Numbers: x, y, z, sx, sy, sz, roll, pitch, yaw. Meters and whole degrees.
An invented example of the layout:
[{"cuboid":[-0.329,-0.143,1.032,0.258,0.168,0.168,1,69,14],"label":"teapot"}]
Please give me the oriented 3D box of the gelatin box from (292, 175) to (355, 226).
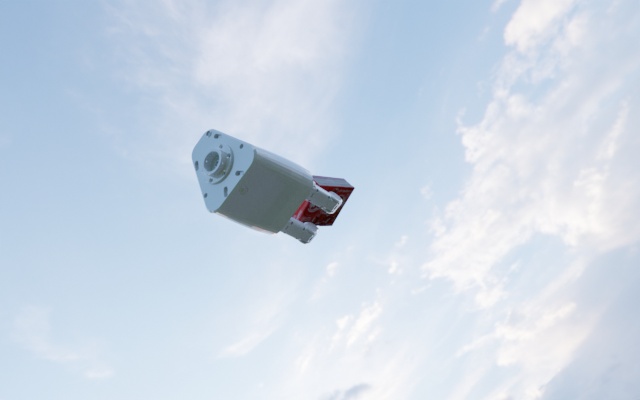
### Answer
[{"cuboid":[0.000,0.002,0.697,0.089,0.073,0.030,2,34,-51],"label":"gelatin box"}]
